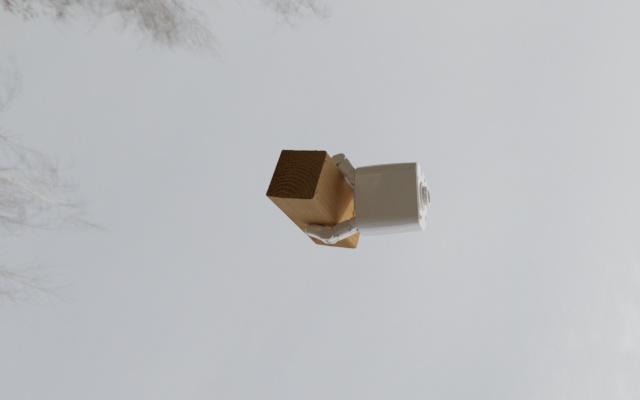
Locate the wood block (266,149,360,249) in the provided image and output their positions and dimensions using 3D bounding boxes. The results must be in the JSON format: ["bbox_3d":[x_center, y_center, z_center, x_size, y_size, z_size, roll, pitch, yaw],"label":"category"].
[{"bbox_3d":[0.000,0.003,0.847,0.090,0.090,0.206,4,-25,28],"label":"wood block"}]
